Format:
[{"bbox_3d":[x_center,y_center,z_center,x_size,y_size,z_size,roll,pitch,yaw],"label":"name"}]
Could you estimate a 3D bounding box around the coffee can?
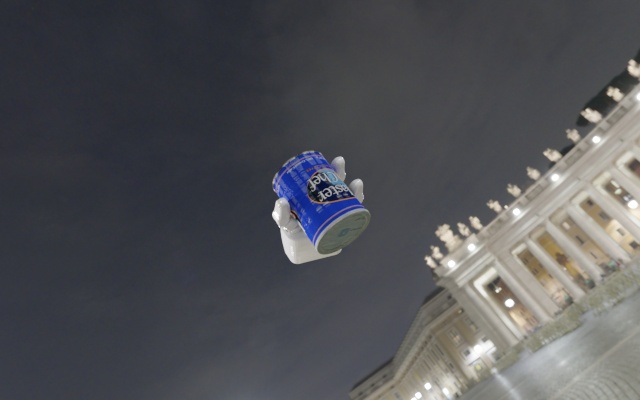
[{"bbox_3d":[0.000,0.003,0.781,0.103,0.140,0.103,-29,-27,-17],"label":"coffee can"}]
